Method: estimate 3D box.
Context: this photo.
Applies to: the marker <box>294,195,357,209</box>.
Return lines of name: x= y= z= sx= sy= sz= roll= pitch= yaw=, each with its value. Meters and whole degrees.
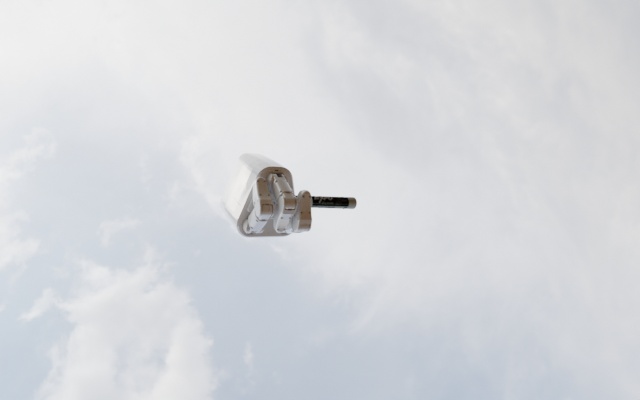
marker: x=0.000 y=0.002 z=0.715 sx=0.121 sy=0.020 sz=0.020 roll=2 pitch=-1 yaw=-31
